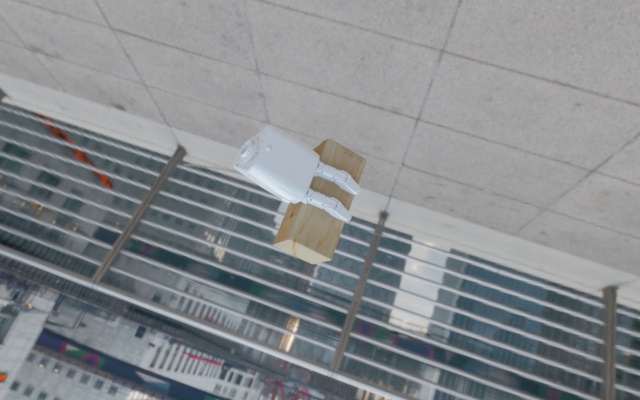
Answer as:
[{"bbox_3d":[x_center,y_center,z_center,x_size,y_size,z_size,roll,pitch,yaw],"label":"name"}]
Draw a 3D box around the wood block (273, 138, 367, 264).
[{"bbox_3d":[0.000,0.003,0.888,0.090,0.206,0.091,28,-21,-17],"label":"wood block"}]
